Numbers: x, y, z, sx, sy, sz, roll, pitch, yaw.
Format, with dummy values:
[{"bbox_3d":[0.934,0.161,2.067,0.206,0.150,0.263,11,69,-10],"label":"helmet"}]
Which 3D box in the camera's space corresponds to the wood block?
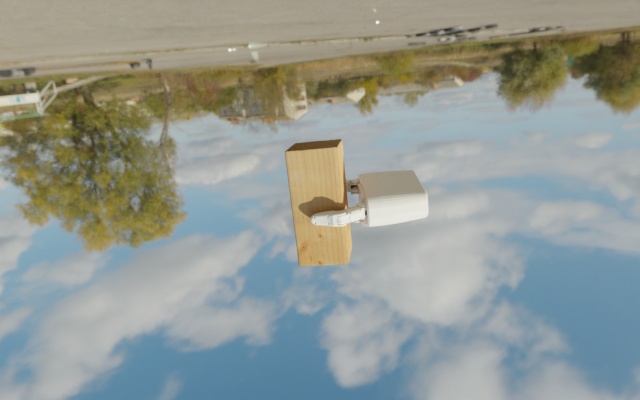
[{"bbox_3d":[0.001,0.003,0.846,0.090,0.206,0.090,-4,15,9],"label":"wood block"}]
